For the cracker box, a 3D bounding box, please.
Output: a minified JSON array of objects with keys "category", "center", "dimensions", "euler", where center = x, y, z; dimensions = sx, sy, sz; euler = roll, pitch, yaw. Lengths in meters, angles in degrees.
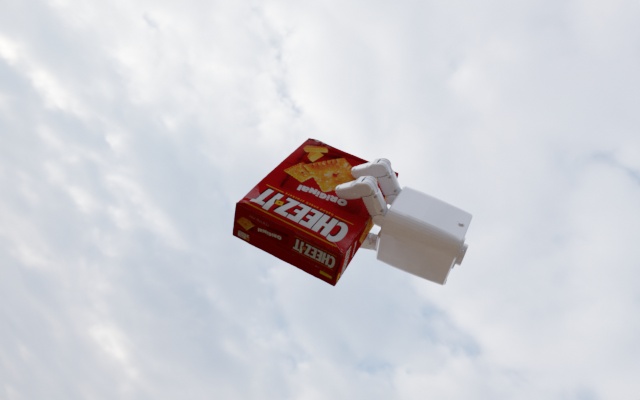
[{"category":"cracker box","center":[0.000,0.002,0.702],"dimensions":[0.164,0.072,0.213],"euler":[24,40,15]}]
